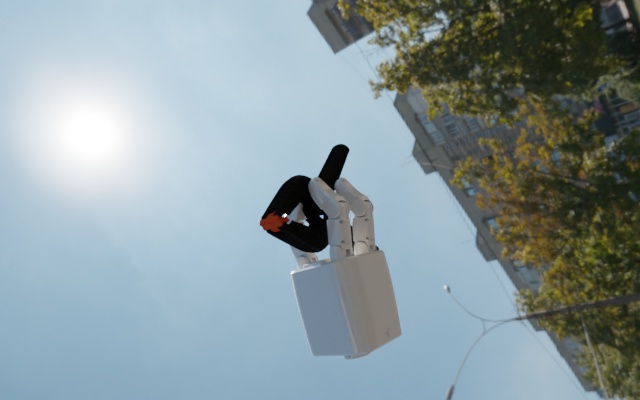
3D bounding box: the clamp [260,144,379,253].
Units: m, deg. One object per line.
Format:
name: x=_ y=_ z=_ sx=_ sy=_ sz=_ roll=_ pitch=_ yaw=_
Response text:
clamp: x=-0.001 y=0.002 z=0.599 sx=0.036 sy=0.164 sz=0.210 roll=-19 pitch=-10 yaw=34
